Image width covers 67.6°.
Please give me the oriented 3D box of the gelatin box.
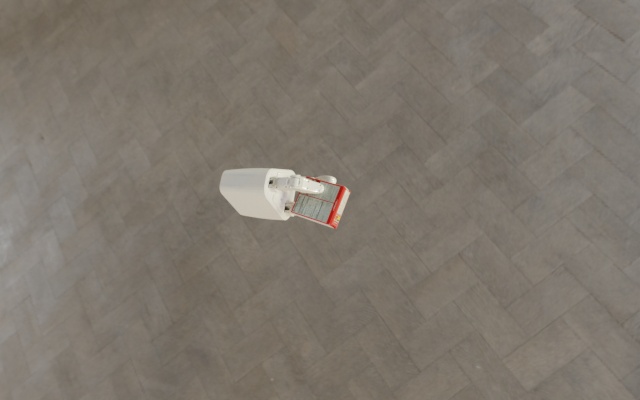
[{"bbox_3d":[0.000,0.003,0.854,0.089,0.073,0.030,16,-10,33],"label":"gelatin box"}]
